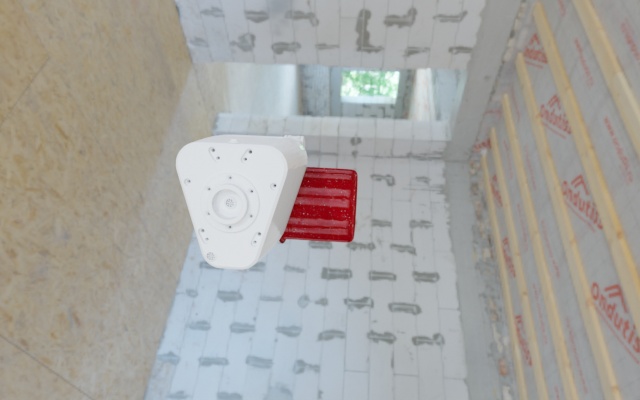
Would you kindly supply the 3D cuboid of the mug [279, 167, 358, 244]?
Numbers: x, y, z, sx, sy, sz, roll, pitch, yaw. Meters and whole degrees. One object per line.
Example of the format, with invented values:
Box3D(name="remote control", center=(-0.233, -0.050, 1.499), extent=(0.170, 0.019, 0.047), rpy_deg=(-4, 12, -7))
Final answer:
Box3D(name="mug", center=(0.000, 0.002, 0.546), extent=(0.081, 0.093, 0.117), rpy_deg=(3, 12, 5))
